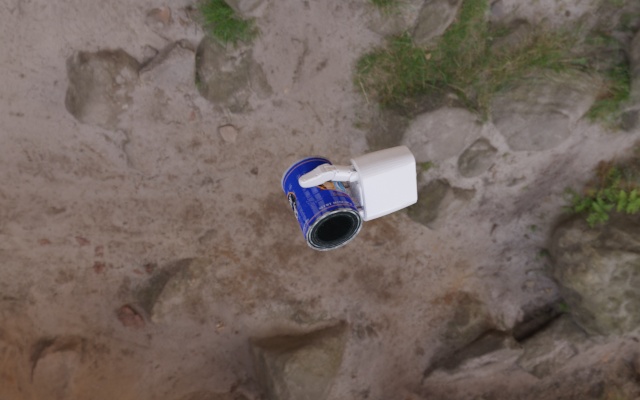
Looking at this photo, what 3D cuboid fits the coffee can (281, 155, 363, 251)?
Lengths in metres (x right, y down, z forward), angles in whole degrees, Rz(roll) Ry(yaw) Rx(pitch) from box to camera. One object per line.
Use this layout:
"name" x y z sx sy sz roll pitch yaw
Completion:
"coffee can" 0.000 0.003 0.844 0.103 0.103 0.140 0 43 -29
